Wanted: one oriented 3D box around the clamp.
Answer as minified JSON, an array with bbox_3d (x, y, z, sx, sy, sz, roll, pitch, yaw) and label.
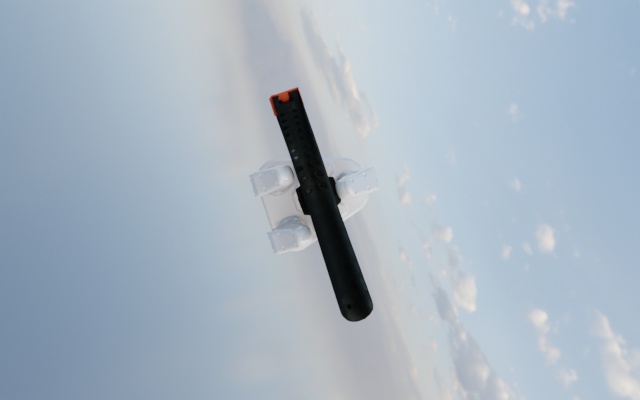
[{"bbox_3d":[0.001,0.001,0.417,0.036,0.210,0.164,-18,2,-2],"label":"clamp"}]
